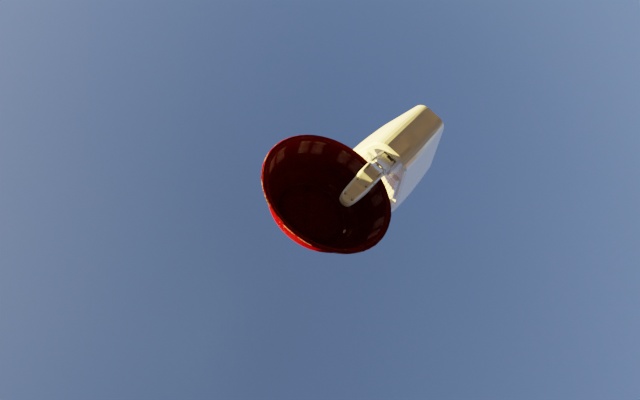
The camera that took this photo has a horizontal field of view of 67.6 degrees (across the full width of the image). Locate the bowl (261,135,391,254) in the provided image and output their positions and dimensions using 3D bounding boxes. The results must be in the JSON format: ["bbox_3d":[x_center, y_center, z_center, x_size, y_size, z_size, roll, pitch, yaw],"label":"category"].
[{"bbox_3d":[-0.001,0.002,0.560,0.162,0.162,0.055,0,-32,-29],"label":"bowl"}]
